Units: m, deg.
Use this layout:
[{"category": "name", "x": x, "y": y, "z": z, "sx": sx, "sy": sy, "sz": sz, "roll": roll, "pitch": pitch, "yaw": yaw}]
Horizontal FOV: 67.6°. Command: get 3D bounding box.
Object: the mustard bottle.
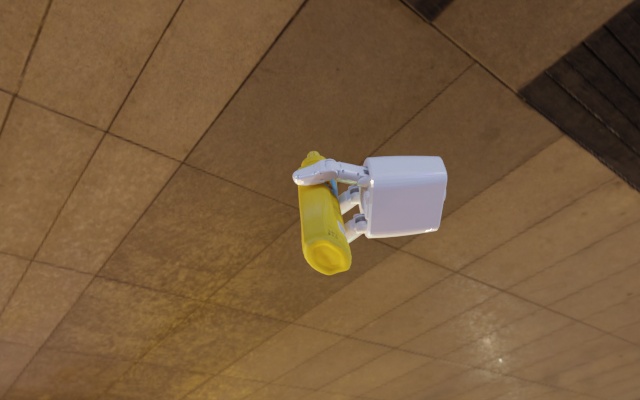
[{"category": "mustard bottle", "x": 0.000, "y": 0.002, "z": 0.679, "sx": 0.058, "sy": 0.191, "sz": 0.096, "roll": -19, "pitch": -40, "yaw": 13}]
